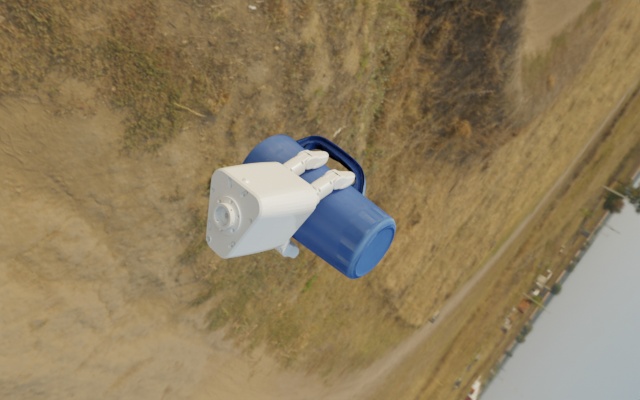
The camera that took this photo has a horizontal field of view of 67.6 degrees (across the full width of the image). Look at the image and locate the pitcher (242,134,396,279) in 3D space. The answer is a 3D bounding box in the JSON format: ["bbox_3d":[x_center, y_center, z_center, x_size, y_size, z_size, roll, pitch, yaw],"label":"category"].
[{"bbox_3d":[0.000,0.002,0.743,0.242,0.149,0.145,37,23,27],"label":"pitcher"}]
